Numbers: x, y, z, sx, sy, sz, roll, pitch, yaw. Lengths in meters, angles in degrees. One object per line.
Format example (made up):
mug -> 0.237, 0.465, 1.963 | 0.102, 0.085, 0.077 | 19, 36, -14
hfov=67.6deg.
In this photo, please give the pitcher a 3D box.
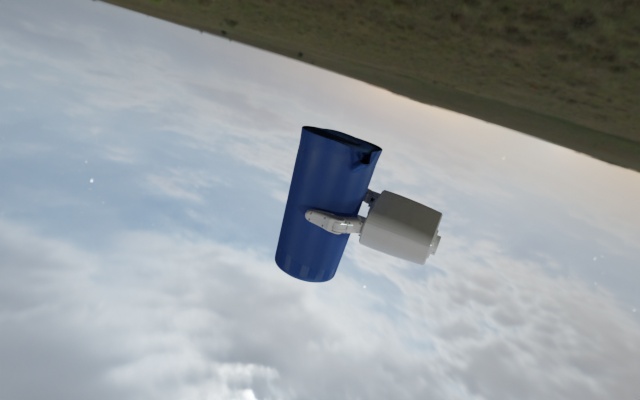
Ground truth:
pitcher -> 0.000, 0.003, 0.794 | 0.145, 0.243, 0.149 | 20, 15, 13
